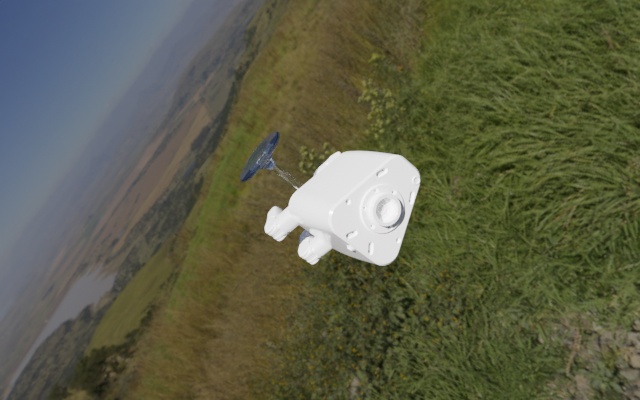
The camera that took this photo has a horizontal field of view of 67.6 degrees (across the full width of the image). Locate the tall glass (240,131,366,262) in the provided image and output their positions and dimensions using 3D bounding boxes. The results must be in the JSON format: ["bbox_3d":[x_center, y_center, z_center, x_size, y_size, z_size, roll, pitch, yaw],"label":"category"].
[{"bbox_3d":[0.000,0.002,0.610,0.201,0.079,0.079,37,-16,-22],"label":"tall glass"}]
